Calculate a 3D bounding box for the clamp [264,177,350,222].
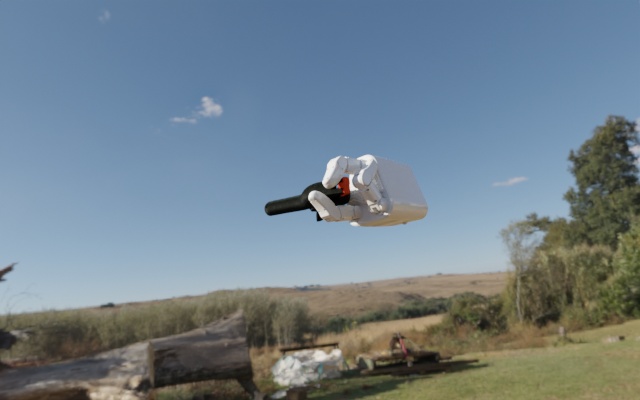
[{"bbox_3d":[0.000,0.002,0.803,0.120,0.039,0.171,5,-17,-44],"label":"clamp"}]
